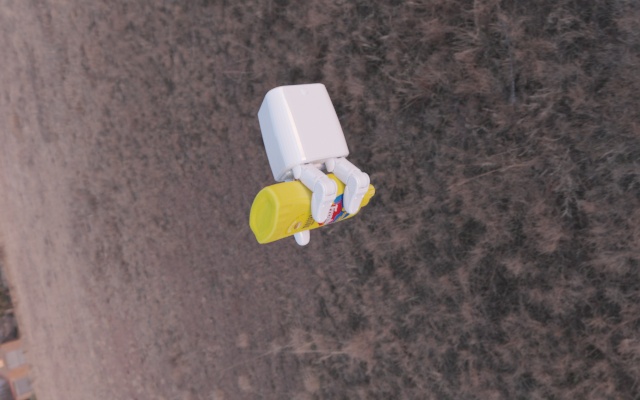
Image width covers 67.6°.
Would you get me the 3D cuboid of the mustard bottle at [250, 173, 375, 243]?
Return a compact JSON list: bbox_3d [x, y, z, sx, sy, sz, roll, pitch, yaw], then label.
[{"bbox_3d":[0.000,0.003,0.671,0.191,0.058,0.096,-14,-31,-35],"label":"mustard bottle"}]
